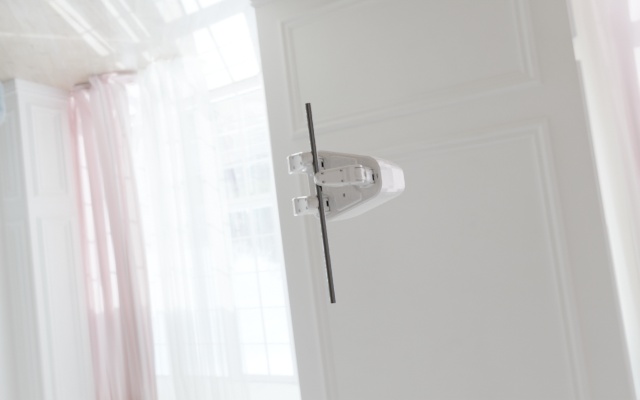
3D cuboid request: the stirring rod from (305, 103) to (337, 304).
[{"bbox_3d":[0.000,0.002,0.571,0.011,0.239,0.011,-7,-3,0],"label":"stirring rod"}]
